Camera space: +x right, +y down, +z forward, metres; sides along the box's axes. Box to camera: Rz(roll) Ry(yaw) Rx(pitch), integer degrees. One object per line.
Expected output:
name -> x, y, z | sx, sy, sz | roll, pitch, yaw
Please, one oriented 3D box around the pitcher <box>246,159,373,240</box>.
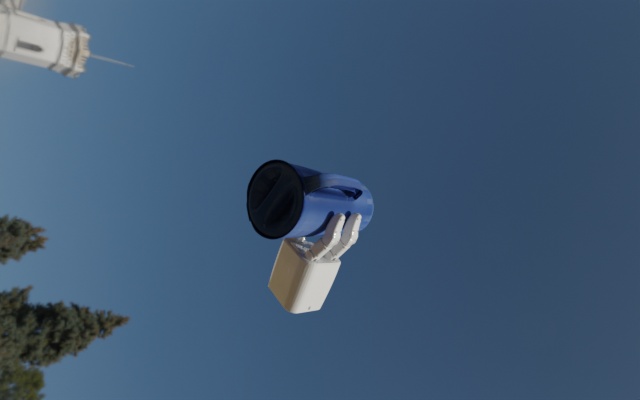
pitcher -> 0.000, 0.003, 0.872 | 0.149, 0.145, 0.243 | 30, 15, 36
